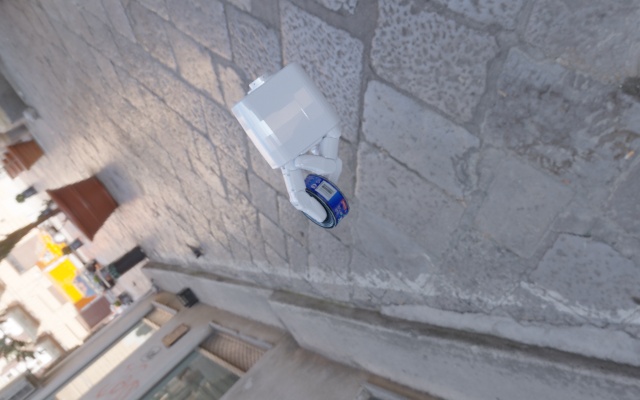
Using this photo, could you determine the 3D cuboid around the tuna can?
[{"bbox_3d":[0.000,0.003,0.725,0.033,0.086,0.086,-47,25,-26],"label":"tuna can"}]
